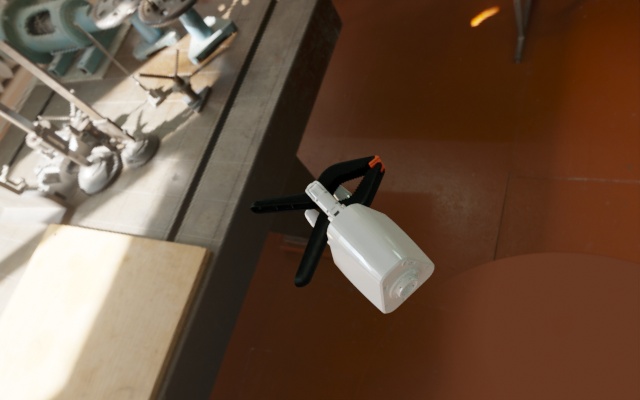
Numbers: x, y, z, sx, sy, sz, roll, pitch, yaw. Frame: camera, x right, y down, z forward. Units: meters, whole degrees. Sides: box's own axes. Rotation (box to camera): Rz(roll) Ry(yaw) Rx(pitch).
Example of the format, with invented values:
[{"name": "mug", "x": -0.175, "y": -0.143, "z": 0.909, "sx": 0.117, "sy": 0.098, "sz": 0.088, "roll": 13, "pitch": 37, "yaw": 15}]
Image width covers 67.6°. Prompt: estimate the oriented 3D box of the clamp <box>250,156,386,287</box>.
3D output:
[{"name": "clamp", "x": 0.000, "y": 0.002, "z": 0.700, "sx": 0.164, "sy": 0.210, "sz": 0.036, "roll": 46, "pitch": -1, "yaw": 33}]
